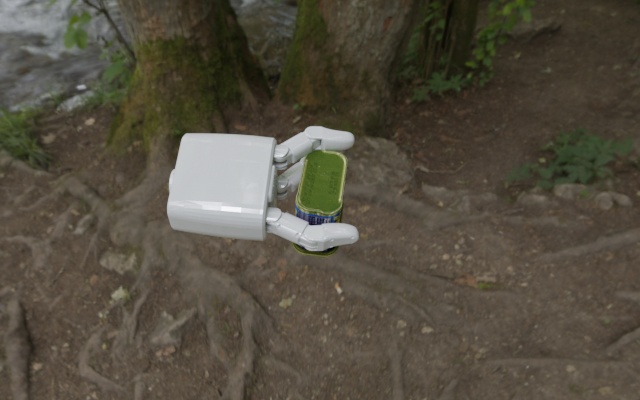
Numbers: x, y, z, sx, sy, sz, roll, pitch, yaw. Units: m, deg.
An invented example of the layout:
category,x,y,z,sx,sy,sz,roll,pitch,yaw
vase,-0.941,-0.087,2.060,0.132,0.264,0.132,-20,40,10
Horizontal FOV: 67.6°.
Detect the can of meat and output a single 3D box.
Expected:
category,x,y,z,sx,sy,sz,roll,pitch,yaw
can of meat,0.000,0.002,0.567,0.057,0.102,0.084,8,-39,2
